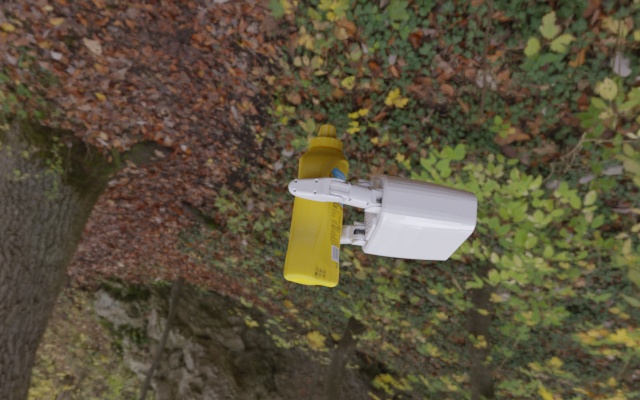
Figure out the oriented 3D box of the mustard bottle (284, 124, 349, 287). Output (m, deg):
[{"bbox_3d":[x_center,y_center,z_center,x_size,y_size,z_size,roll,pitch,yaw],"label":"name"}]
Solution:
[{"bbox_3d":[0.000,0.002,0.564,0.058,0.191,0.096,2,-14,18],"label":"mustard bottle"}]
